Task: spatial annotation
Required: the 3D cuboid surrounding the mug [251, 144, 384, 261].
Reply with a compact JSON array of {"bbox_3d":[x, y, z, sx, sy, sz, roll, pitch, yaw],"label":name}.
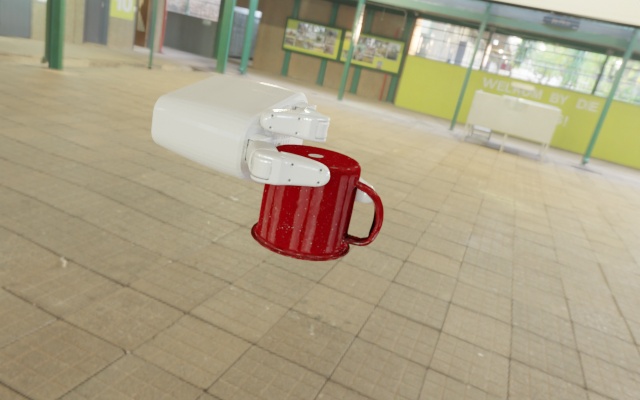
[{"bbox_3d":[0.001,0.002,0.425,0.117,0.081,0.093,19,18,21],"label":"mug"}]
